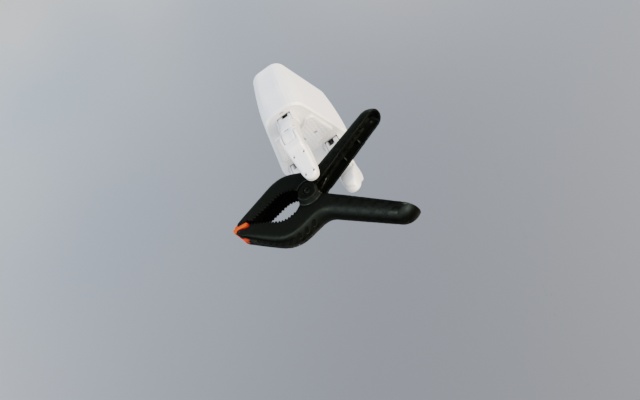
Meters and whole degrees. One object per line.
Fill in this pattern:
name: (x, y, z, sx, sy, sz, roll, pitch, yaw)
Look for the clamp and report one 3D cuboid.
clamp: (-0.001, 0.001, 0.519, 0.210, 0.164, 0.036, -32, -45, 10)
